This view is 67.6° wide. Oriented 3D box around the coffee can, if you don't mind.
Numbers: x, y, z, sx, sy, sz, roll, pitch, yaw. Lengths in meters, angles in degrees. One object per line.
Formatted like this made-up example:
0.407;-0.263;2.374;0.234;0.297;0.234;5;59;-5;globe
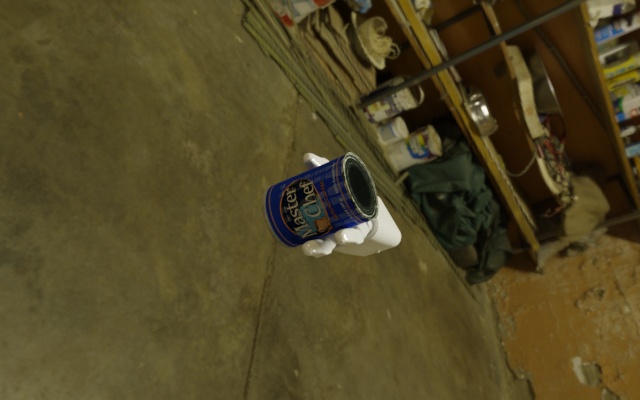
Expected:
0.000;0.002;0.703;0.140;0.103;0.103;-21;-10;26;coffee can
